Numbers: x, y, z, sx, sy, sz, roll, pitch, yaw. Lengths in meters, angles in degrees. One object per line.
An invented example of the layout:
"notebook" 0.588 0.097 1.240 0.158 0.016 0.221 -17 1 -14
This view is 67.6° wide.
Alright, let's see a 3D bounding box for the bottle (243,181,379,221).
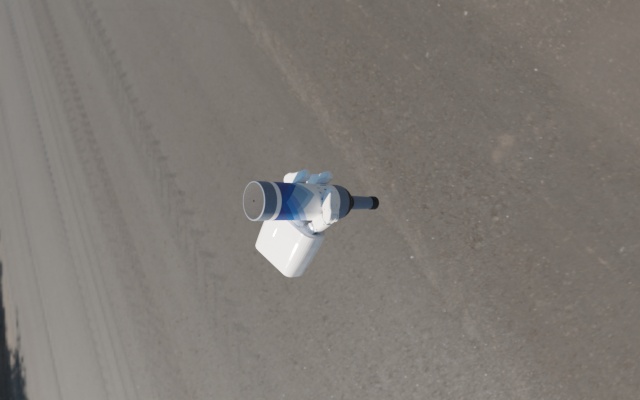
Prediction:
"bottle" 0.000 0.003 0.885 0.296 0.069 0.069 1 -1 -41
